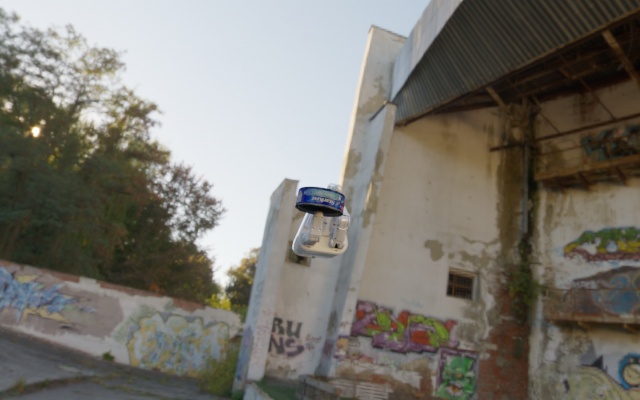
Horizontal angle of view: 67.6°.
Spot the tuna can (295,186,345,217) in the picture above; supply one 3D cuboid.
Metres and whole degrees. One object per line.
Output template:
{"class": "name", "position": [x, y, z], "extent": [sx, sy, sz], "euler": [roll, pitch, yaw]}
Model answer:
{"class": "tuna can", "position": [0.000, 0.002, 0.840], "extent": [0.086, 0.033, 0.086], "euler": [9, -13, 2]}
